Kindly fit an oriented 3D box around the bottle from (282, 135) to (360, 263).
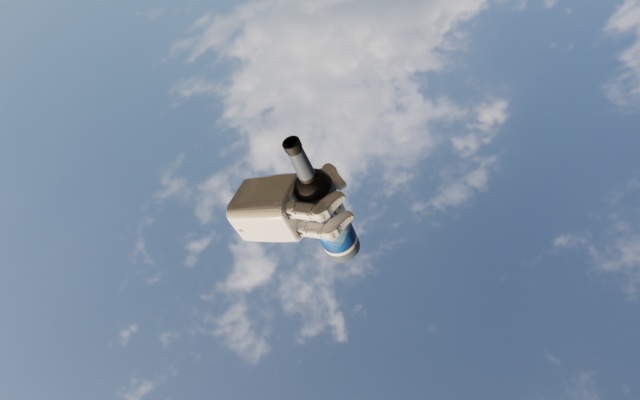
[{"bbox_3d":[0.000,0.003,0.803,0.069,0.069,0.296,0,-36,22],"label":"bottle"}]
